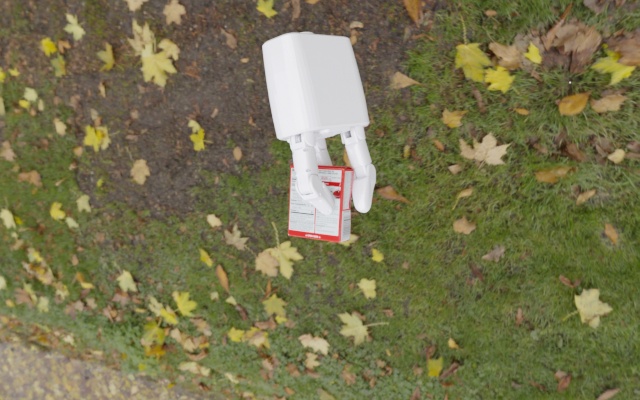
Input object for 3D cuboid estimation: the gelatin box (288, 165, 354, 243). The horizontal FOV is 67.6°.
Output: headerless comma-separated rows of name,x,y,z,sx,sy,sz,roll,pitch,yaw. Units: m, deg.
gelatin box,0.000,0.002,0.573,0.073,0.089,0.030,5,5,29
